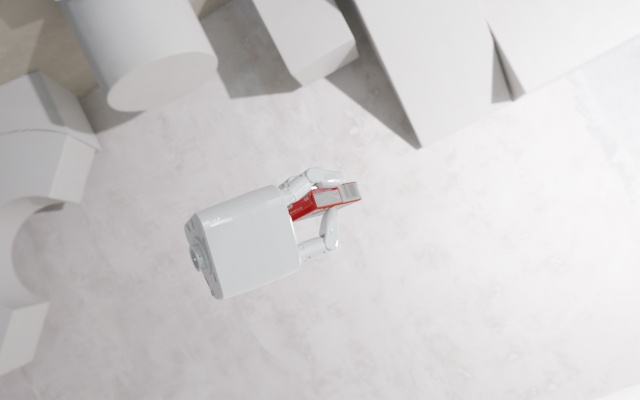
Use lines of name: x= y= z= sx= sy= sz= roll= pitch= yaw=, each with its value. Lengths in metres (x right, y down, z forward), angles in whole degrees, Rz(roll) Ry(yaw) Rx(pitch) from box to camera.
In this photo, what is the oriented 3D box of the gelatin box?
gelatin box: x=0.001 y=0.003 z=0.662 sx=0.089 sy=0.030 sz=0.073 roll=-12 pitch=-10 yaw=-40
